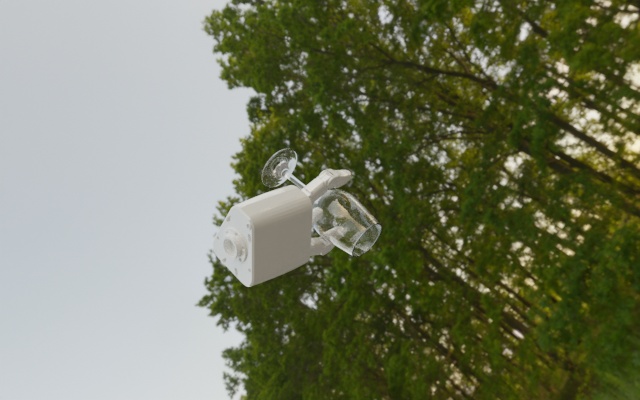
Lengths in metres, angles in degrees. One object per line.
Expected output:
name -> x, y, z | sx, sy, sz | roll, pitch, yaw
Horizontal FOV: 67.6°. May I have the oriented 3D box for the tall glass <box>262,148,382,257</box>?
tall glass -> 0.000, 0.002, 0.736 | 0.201, 0.079, 0.079 | 39, 21, 28
